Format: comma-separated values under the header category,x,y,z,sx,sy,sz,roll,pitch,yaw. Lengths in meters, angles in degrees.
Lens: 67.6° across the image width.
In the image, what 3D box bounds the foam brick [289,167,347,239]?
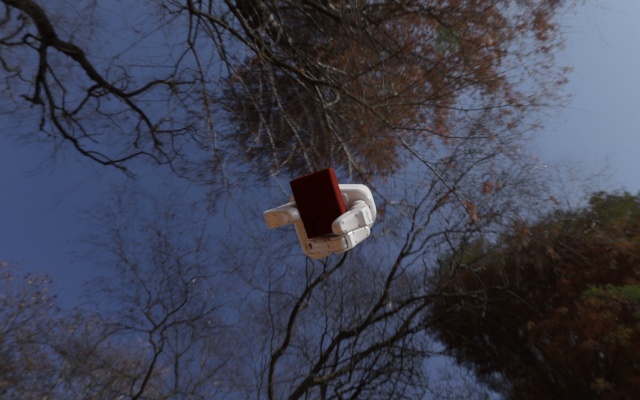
category,x,y,z,sx,sy,sz,roll,pitch,yaw
foam brick,0.000,0.002,0.600,0.053,0.078,0.051,-16,6,9
